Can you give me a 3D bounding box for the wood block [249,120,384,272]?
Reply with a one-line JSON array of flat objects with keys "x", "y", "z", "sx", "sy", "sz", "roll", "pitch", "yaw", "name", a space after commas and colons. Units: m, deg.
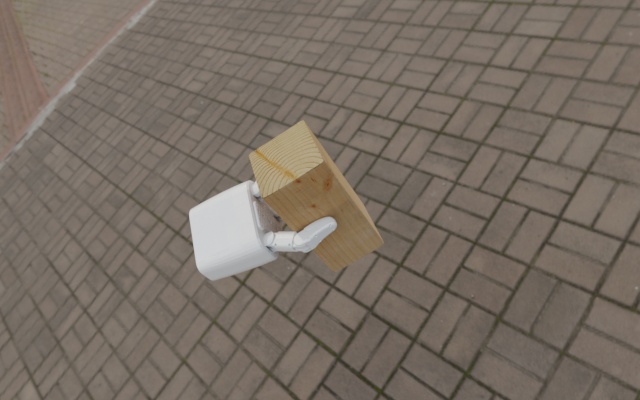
[{"x": 0.000, "y": 0.003, "z": 0.667, "sx": 0.090, "sy": 0.090, "sz": 0.206, "roll": -31, "pitch": -43, "yaw": 8, "name": "wood block"}]
